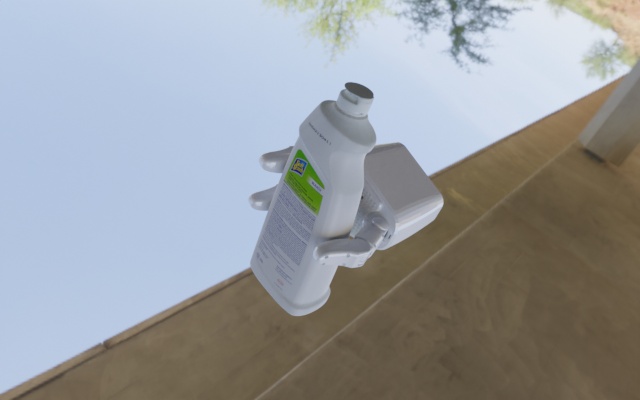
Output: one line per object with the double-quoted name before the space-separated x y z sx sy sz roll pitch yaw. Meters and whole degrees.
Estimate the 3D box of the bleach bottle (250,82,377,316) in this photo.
"bleach bottle" 0.000 0.002 0.491 0.068 0.251 0.102 -20 54 -44
